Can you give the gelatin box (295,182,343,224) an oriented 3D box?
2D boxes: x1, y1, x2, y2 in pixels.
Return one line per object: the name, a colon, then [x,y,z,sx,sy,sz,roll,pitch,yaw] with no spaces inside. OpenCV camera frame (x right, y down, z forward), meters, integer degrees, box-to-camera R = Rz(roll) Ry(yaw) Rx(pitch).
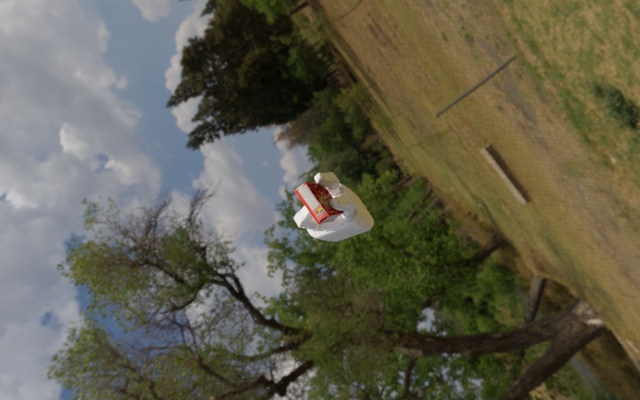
gelatin box: [0.000,0.003,0.858,0.030,0.073,0.089,-38,-11,17]
